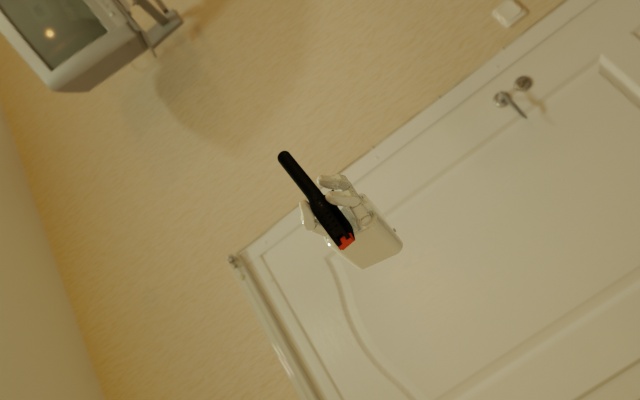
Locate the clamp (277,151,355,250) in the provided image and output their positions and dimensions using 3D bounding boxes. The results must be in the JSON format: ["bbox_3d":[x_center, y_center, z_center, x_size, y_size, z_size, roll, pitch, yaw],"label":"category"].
[{"bbox_3d":[0.000,0.004,0.831,0.165,0.036,0.209,39,15,-35],"label":"clamp"}]
